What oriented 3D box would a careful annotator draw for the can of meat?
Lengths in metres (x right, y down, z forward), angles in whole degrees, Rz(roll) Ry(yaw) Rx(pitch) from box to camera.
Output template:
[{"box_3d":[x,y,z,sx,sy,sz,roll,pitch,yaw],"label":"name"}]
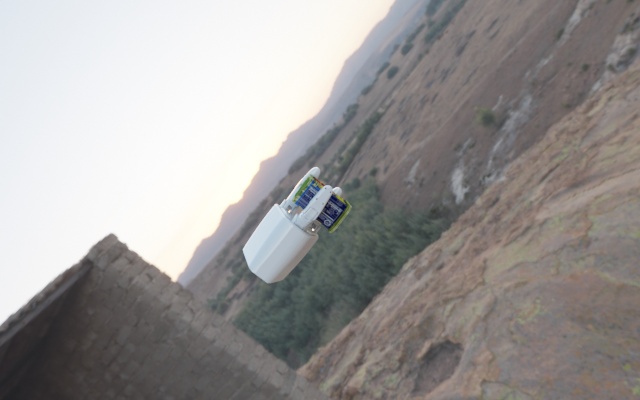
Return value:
[{"box_3d":[0.000,0.002,0.817,0.084,0.057,0.102,38,5,-6],"label":"can of meat"}]
